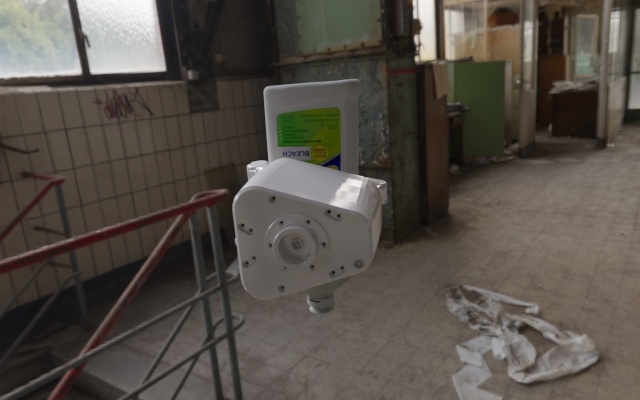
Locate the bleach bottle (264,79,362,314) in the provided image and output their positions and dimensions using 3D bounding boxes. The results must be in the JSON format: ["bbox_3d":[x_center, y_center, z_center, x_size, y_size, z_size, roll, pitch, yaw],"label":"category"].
[{"bbox_3d":[0.000,0.002,0.515,0.102,0.251,0.068,-2,14,10],"label":"bleach bottle"}]
